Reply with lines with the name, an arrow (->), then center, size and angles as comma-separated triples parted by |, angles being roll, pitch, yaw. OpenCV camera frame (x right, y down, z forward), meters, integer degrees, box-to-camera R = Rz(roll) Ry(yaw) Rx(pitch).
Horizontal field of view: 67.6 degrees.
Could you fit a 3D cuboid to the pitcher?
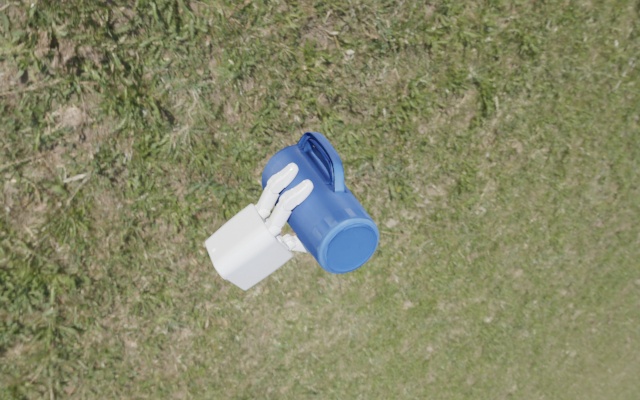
pitcher -> 0.000, 0.003, 0.817 | 0.145, 0.149, 0.242 | -36, 42, -2
